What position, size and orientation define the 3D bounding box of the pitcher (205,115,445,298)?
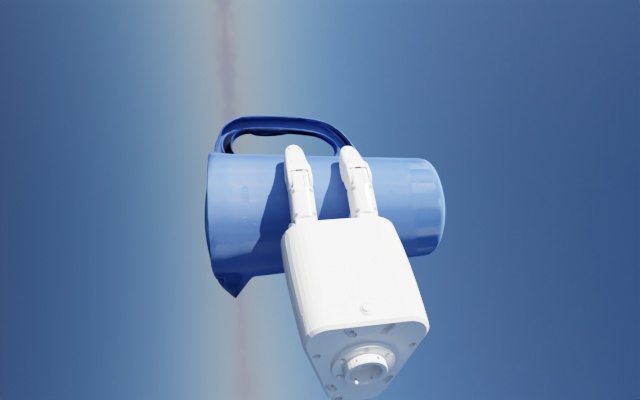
[{"bbox_3d":[0.000,0.002,0.511,0.243,0.149,0.145,-3,36,-10],"label":"pitcher"}]
